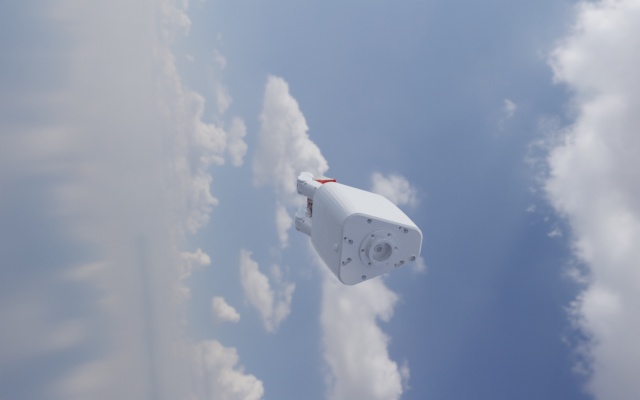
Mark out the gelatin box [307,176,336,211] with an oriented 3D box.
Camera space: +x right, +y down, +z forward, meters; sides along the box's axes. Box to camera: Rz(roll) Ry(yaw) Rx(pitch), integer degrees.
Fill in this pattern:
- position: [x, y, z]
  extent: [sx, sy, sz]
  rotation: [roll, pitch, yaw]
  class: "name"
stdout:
- position: [0.000, 0.002, 0.715]
  extent: [0.030, 0.073, 0.089]
  rotation: [-2, 7, -12]
  class: "gelatin box"
